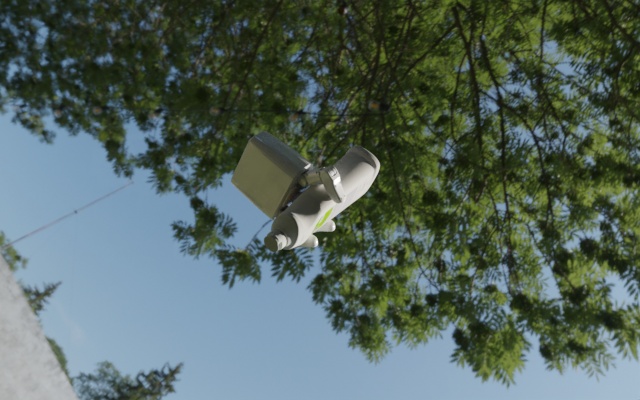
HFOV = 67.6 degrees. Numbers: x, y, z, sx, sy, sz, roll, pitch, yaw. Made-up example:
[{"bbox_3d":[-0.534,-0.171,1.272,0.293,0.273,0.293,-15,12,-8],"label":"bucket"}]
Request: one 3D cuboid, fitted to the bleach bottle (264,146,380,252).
[{"bbox_3d":[0.000,0.003,0.788,0.068,0.103,0.250,38,45,14],"label":"bleach bottle"}]
